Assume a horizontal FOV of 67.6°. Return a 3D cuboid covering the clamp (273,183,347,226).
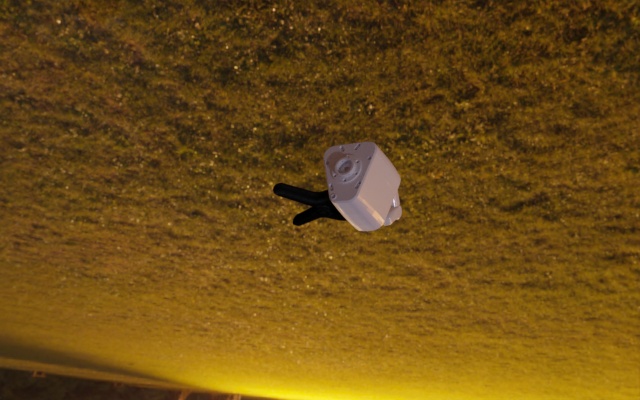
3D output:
[{"bbox_3d":[0.000,0.003,0.860,0.171,0.039,0.120,-8,-33,26],"label":"clamp"}]
